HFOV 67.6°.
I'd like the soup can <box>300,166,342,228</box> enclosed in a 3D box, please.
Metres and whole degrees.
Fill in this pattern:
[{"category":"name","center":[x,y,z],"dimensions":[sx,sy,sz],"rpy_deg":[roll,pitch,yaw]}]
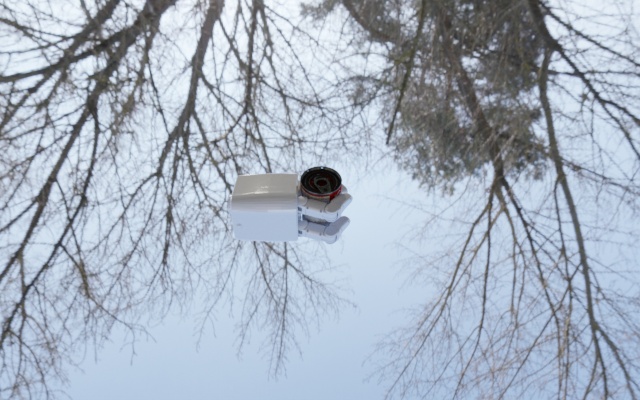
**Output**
[{"category":"soup can","center":[0.001,0.003,0.805],"dimensions":[0.068,0.102,0.068],"rpy_deg":[1,44,-1]}]
